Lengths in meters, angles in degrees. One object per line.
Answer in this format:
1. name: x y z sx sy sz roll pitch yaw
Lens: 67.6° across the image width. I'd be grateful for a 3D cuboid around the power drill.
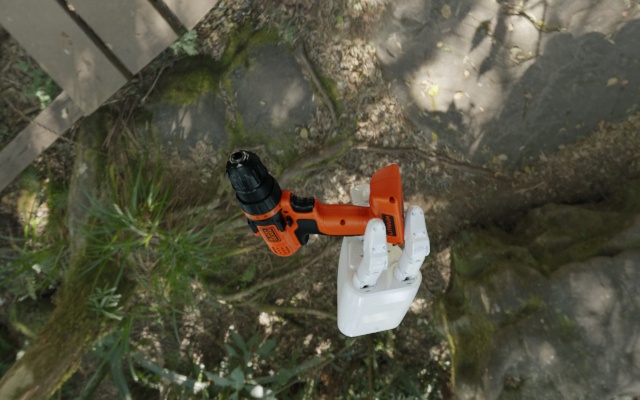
1. power drill: 0.001 0.002 0.555 0.187 0.057 0.185 -2 -34 15
